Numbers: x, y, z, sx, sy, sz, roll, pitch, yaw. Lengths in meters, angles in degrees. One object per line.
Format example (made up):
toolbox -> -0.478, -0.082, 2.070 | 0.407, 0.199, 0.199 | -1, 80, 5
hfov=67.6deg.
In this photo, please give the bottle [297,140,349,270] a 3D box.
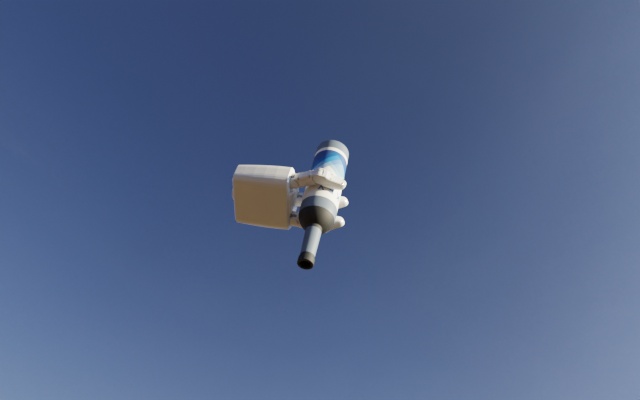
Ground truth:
bottle -> 0.000, 0.003, 0.871 | 0.069, 0.069, 0.295 | 0, 43, 13
